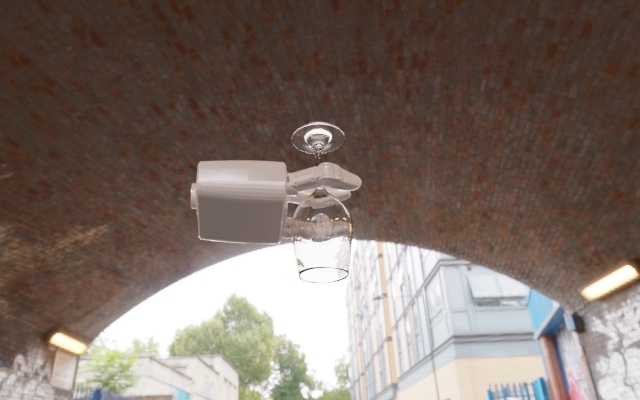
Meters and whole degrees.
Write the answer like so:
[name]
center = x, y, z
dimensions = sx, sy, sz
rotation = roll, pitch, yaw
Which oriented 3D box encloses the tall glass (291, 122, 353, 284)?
[tall glass]
center = 0.000, 0.001, 0.616
dimensions = 0.079, 0.201, 0.079
rotation = -2, -27, -1
